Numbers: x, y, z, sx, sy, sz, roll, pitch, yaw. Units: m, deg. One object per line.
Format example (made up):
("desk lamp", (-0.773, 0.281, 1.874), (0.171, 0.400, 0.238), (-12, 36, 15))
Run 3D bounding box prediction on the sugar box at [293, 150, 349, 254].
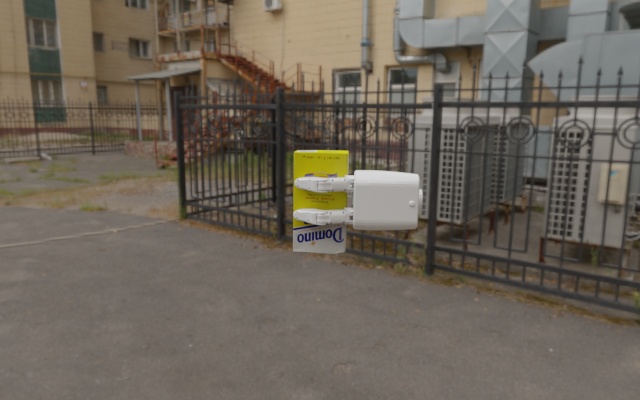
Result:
("sugar box", (0.000, 0.003, 0.822), (0.093, 0.176, 0.048), (2, 11, 5))
